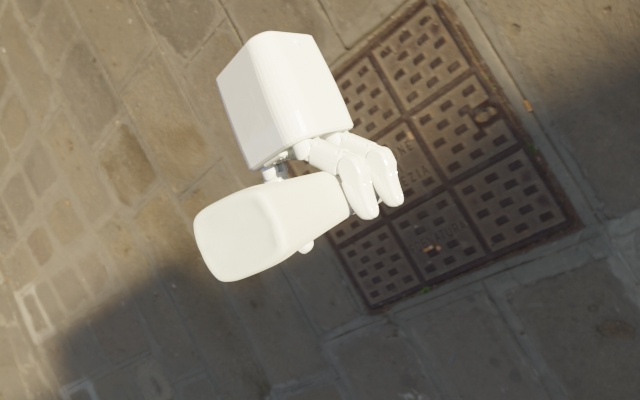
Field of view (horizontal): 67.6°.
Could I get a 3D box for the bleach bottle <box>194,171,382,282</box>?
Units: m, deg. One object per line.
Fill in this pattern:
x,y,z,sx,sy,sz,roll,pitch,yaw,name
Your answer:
0.000,0.002,0.484,0.102,0.068,0.251,-24,-1,36,bleach bottle
